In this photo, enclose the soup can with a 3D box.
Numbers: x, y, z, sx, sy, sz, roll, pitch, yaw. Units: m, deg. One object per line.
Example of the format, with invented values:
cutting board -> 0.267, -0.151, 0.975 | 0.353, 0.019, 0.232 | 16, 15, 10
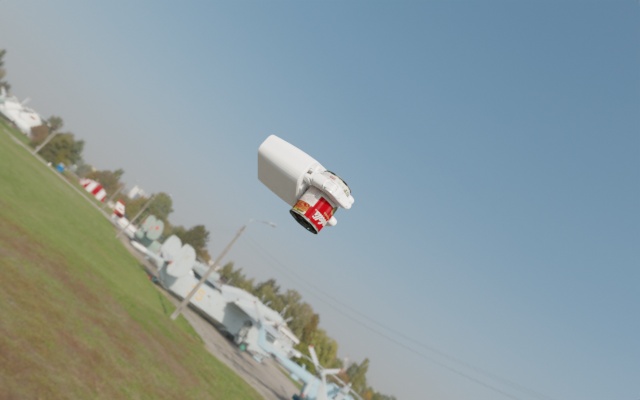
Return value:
soup can -> 0.001, 0.003, 0.884 | 0.068, 0.102, 0.068 | 37, -16, 12
